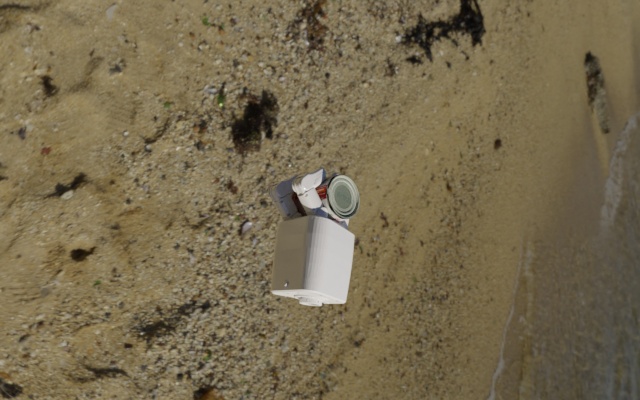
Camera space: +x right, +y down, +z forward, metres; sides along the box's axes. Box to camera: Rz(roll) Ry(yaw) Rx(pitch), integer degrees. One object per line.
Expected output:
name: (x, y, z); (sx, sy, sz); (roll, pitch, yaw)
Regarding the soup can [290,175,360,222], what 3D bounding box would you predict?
soup can: (0.000, 0.002, 0.723); (0.068, 0.068, 0.102); (0, -9, -44)
